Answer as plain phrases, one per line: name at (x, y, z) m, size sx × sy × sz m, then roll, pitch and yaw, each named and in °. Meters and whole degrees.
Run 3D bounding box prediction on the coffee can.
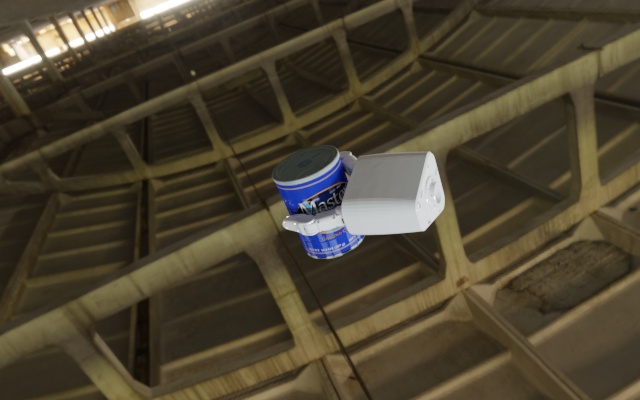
coffee can at (0.000, 0.002, 0.719) m, size 0.103 × 0.140 × 0.102 m, roll -17°, pitch 28°, yaw 9°
